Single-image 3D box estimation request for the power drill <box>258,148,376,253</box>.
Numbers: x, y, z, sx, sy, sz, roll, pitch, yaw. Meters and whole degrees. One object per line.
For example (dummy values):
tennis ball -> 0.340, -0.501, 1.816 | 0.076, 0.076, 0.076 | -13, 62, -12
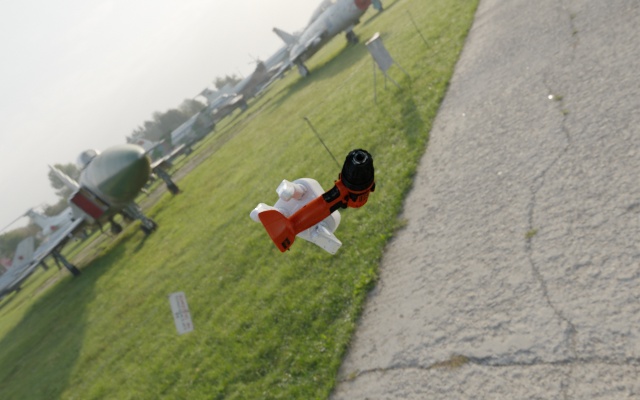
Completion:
power drill -> 0.000, 0.003, 0.736 | 0.187, 0.057, 0.184 | -29, -18, -7
